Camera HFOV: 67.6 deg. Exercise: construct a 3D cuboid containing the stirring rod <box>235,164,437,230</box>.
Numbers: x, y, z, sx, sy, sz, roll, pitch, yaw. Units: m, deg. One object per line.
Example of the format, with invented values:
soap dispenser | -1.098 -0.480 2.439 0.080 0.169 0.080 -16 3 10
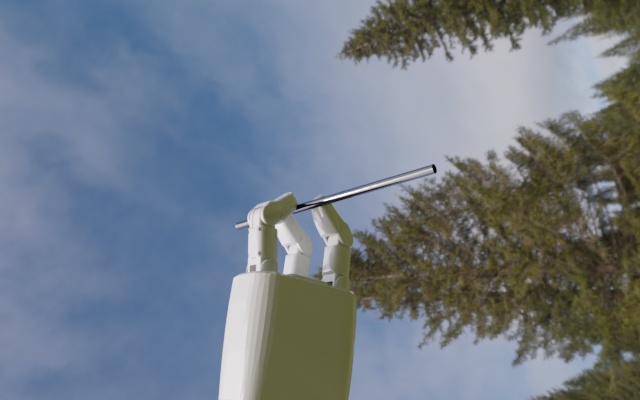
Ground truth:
stirring rod | 0.000 0.001 0.456 0.239 0.011 0.011 -16 -10 38
